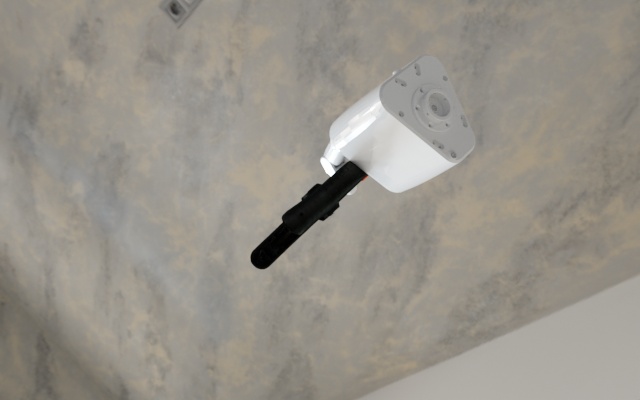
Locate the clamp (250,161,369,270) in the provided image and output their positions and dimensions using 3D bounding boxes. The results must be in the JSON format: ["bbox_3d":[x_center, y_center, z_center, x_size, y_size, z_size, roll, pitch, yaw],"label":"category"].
[{"bbox_3d":[0.001,0.002,0.507,0.171,0.039,0.120,-45,4,-27],"label":"clamp"}]
